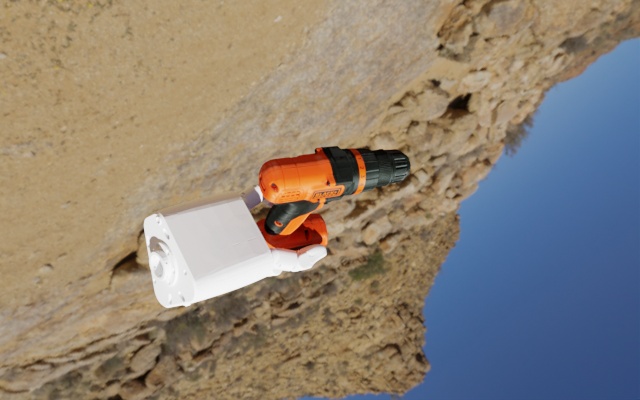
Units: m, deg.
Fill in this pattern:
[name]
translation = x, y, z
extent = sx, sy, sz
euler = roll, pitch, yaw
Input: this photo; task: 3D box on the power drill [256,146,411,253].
[power drill]
translation = 0.000, 0.002, 0.586
extent = 0.184, 0.057, 0.188
euler = -7, -29, -25
